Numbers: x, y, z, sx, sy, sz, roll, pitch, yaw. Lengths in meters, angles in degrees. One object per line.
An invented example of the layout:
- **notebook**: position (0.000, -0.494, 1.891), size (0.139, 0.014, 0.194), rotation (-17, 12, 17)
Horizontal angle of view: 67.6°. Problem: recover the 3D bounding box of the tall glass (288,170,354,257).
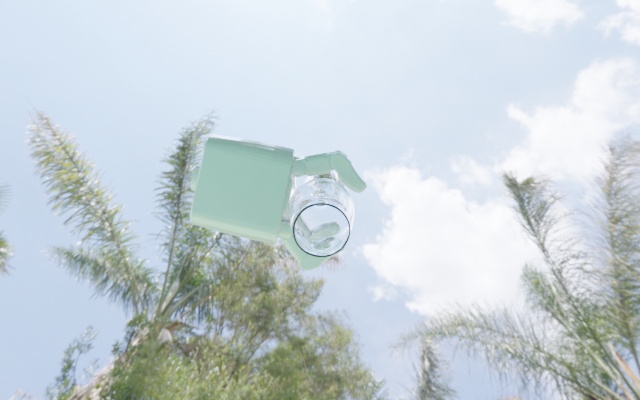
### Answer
- **tall glass**: position (0.000, 0.002, 0.598), size (0.079, 0.079, 0.201), rotation (0, 18, -1)
